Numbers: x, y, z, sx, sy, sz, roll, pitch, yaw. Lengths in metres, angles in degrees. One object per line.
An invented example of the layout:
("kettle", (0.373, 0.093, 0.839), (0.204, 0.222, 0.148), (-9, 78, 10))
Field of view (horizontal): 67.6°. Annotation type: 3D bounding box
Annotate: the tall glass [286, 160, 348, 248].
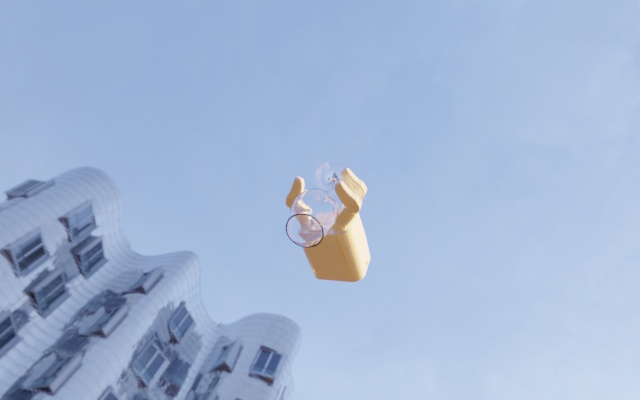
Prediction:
("tall glass", (0.000, 0.002, 0.823), (0.079, 0.079, 0.201), (0, 27, 17))
